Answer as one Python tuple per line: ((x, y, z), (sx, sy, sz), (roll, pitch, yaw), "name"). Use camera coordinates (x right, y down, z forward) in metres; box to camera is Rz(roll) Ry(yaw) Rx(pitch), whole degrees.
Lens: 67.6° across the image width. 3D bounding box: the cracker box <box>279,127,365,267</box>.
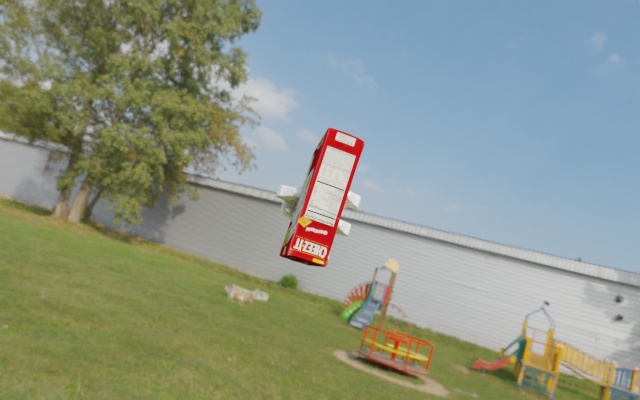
((0.000, 0.002, 0.812), (0.072, 0.213, 0.164), (19, -9, -6), "cracker box")
